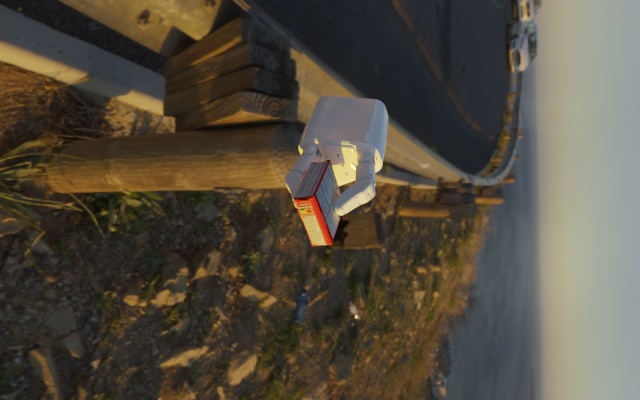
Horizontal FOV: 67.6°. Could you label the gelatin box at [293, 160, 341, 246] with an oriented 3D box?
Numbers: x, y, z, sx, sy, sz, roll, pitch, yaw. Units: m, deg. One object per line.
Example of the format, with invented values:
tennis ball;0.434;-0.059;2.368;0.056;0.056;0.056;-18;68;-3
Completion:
gelatin box;0.000;0.002;0.604;0.030;0.073;0.089;-7;33;20
